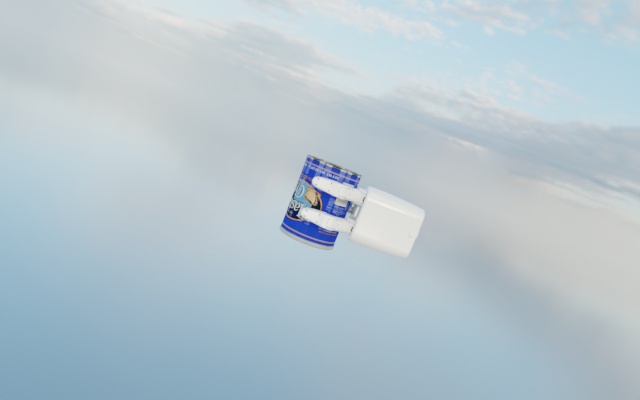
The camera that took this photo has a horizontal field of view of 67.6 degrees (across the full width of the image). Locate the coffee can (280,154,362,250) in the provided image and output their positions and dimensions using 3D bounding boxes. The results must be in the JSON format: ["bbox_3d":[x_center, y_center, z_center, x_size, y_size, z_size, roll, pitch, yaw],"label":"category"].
[{"bbox_3d":[0.000,0.003,0.839,0.103,0.140,0.103,21,7,-3],"label":"coffee can"}]
